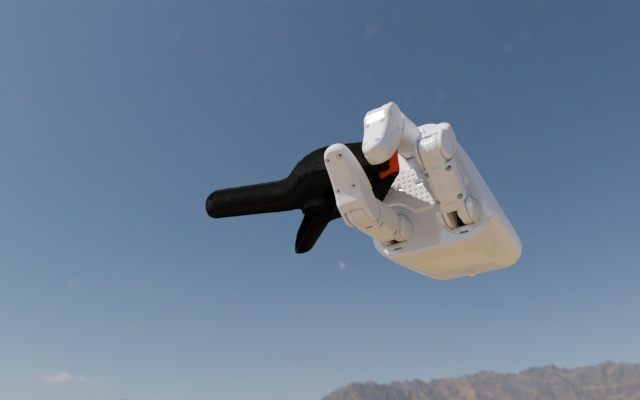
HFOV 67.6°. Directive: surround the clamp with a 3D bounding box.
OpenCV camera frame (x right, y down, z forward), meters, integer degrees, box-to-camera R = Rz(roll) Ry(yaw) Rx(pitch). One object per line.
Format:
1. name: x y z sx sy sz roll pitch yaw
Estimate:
1. clamp: 0.000 0.001 0.411 0.171 0.039 0.120 -19 -30 30
